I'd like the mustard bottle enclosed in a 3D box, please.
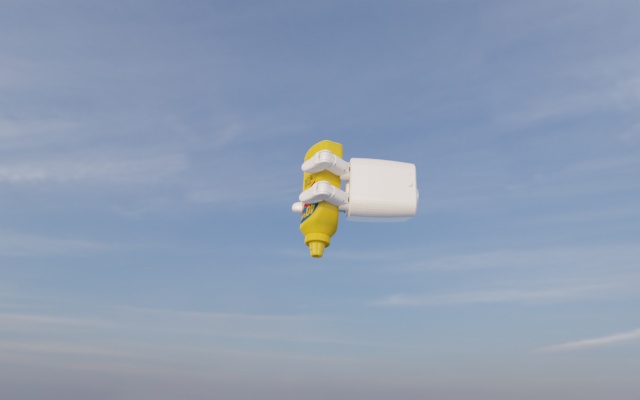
[{"bbox_3d":[0.000,0.002,0.795,0.058,0.191,0.096,14,-27,-22],"label":"mustard bottle"}]
